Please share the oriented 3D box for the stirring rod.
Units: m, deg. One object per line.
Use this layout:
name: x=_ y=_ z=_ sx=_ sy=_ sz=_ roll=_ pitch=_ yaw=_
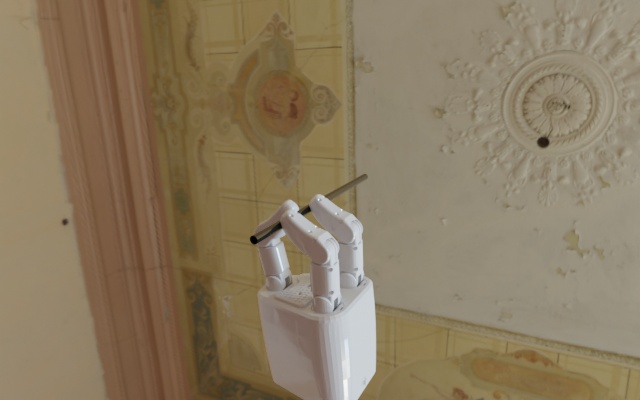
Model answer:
stirring rod: x=0.000 y=0.002 z=0.503 sx=0.011 sy=0.011 sz=0.239 roll=0 pitch=15 yaw=29
